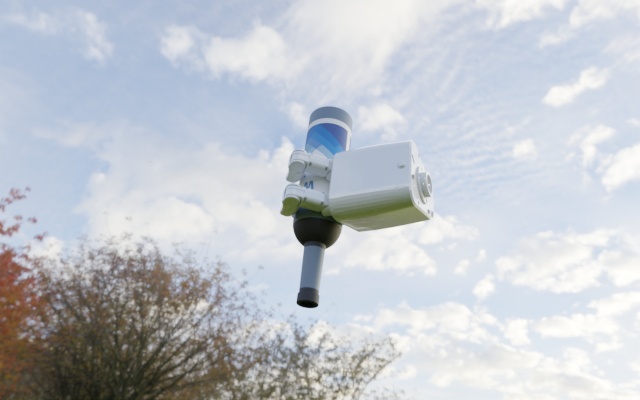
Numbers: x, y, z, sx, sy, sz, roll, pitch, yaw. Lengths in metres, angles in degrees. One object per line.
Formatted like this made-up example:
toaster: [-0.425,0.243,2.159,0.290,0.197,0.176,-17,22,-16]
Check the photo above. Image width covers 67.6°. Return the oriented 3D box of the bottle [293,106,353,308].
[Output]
bottle: [0.000,0.002,0.655,0.069,0.295,0.069,5,-32,3]
